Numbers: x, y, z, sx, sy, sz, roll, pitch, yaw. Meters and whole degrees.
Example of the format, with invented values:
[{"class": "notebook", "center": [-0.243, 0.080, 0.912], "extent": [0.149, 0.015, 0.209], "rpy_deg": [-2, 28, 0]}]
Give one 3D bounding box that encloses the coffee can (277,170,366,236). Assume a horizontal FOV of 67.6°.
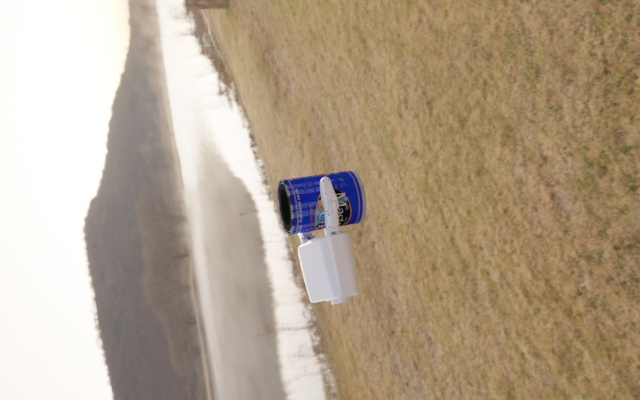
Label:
[{"class": "coffee can", "center": [0.000, 0.003, 0.879], "extent": [0.140, 0.103, 0.103], "rpy_deg": [-9, 2, -17]}]
